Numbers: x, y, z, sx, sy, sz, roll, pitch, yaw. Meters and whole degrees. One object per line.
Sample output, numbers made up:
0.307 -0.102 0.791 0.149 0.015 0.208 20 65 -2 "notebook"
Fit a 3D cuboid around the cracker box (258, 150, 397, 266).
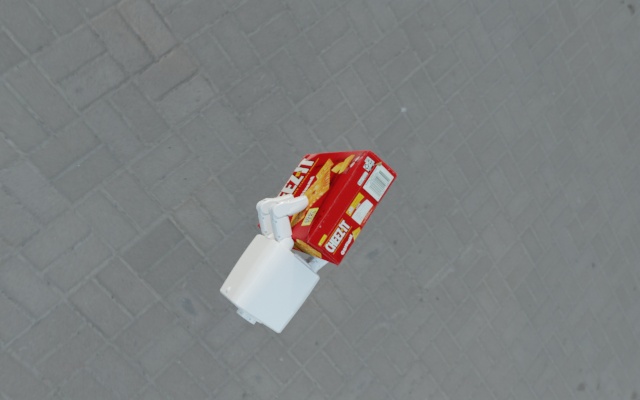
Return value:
0.000 0.003 0.762 0.072 0.164 0.213 40 -14 -24 "cracker box"
